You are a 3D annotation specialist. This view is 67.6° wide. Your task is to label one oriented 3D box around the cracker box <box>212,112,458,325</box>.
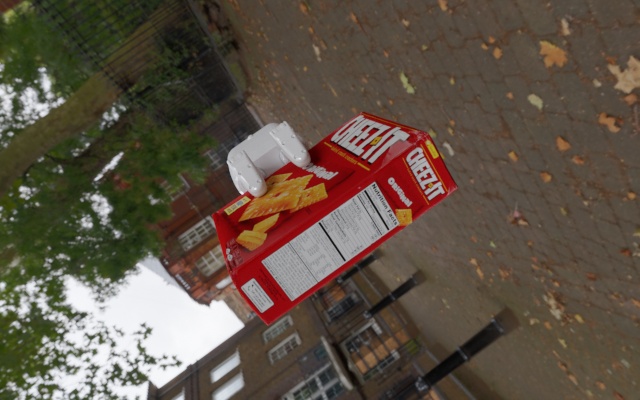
[{"bbox_3d":[0.000,0.002,0.484,0.213,0.072,0.164,-36,24,-4],"label":"cracker box"}]
